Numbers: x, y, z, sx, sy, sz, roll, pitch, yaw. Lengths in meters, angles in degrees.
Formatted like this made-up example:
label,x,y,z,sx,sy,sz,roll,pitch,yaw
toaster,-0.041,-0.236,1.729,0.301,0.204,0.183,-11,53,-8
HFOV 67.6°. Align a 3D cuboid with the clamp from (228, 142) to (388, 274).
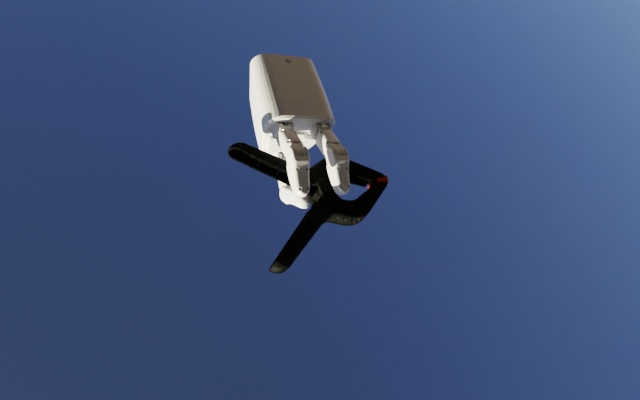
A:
label,x,y,z,sx,sy,sz,roll,pitch,yaw
clamp,0.000,0.002,0.593,0.210,0.164,0.036,-3,-23,-30
